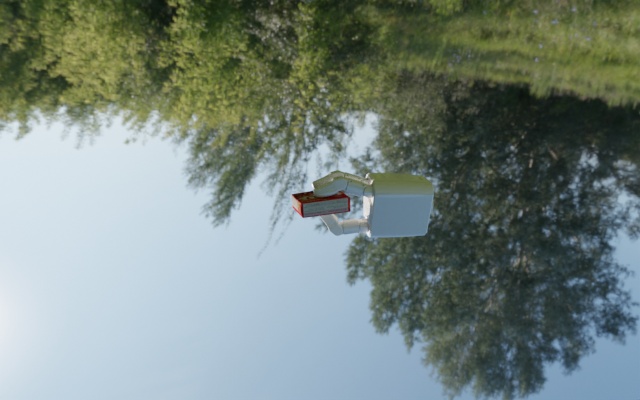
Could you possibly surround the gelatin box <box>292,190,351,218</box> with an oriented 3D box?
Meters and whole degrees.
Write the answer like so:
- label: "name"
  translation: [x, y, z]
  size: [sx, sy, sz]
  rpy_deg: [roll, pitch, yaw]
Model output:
- label: "gelatin box"
  translation: [0.000, 0.003, 0.842]
  size: [0.089, 0.030, 0.073]
  rpy_deg: [-8, 16, -15]
